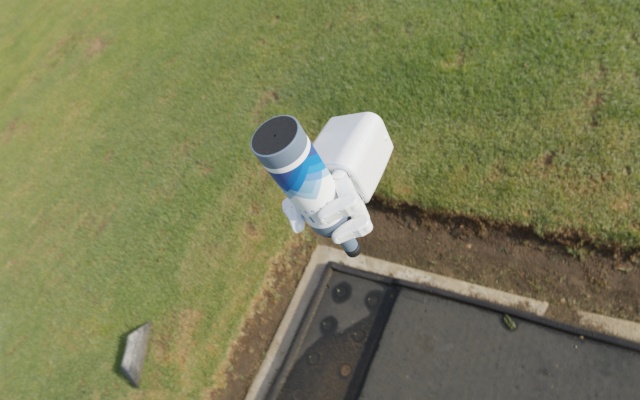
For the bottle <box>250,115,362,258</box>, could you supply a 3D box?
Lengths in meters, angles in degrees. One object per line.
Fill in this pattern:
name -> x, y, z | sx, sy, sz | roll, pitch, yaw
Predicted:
bottle -> 0.000, 0.002, 0.685 | 0.069, 0.069, 0.296 | 0, -33, 27
